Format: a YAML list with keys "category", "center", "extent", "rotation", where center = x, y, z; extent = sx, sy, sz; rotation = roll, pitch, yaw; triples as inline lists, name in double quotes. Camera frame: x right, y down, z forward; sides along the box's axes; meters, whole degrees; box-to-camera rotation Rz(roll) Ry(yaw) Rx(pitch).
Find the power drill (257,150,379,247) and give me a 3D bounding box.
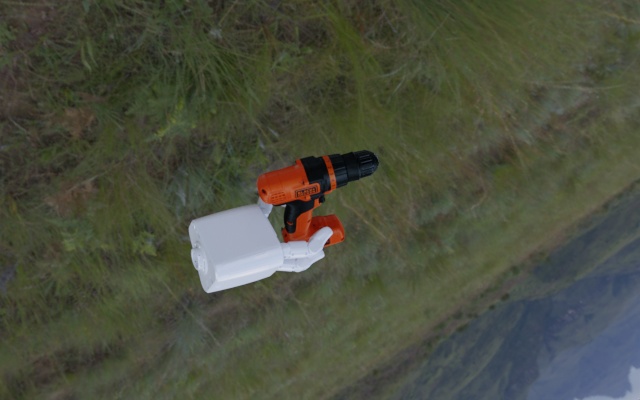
- category: "power drill"
  center: [0.000, 0.003, 0.758]
  extent: [0.184, 0.057, 0.188]
  rotation: [-14, -38, -8]
